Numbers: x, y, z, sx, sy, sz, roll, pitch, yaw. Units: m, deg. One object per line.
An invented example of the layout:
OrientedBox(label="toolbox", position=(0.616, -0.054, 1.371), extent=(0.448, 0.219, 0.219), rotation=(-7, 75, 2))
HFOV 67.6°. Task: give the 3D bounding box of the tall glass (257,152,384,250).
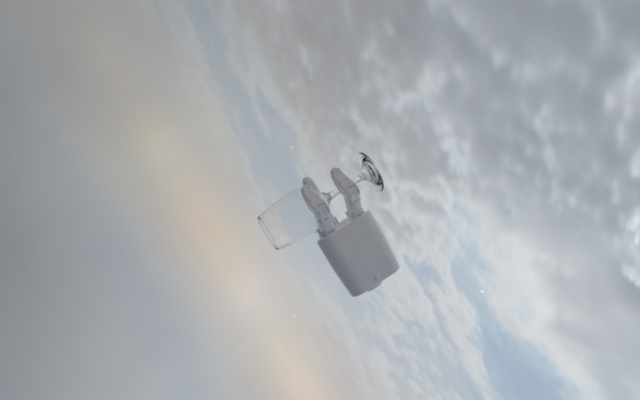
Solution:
OrientedBox(label="tall glass", position=(0.001, 0.002, 0.769), extent=(0.201, 0.079, 0.079), rotation=(-30, 7, -13))
